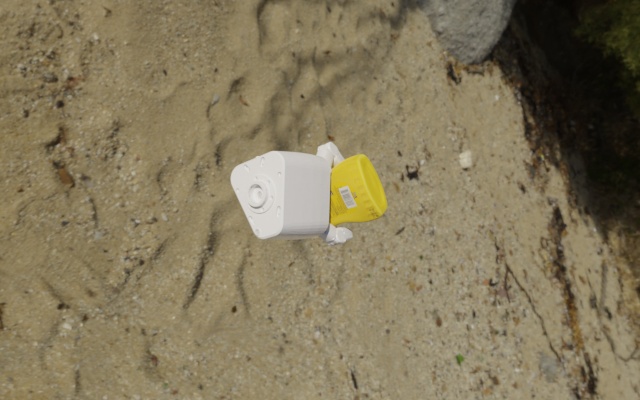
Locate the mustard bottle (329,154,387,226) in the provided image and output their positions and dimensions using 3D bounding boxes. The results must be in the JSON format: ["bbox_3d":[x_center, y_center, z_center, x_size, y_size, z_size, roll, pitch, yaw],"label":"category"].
[{"bbox_3d":[0.000,0.002,0.738,0.191,0.096,0.058,-18,14,31],"label":"mustard bottle"}]
